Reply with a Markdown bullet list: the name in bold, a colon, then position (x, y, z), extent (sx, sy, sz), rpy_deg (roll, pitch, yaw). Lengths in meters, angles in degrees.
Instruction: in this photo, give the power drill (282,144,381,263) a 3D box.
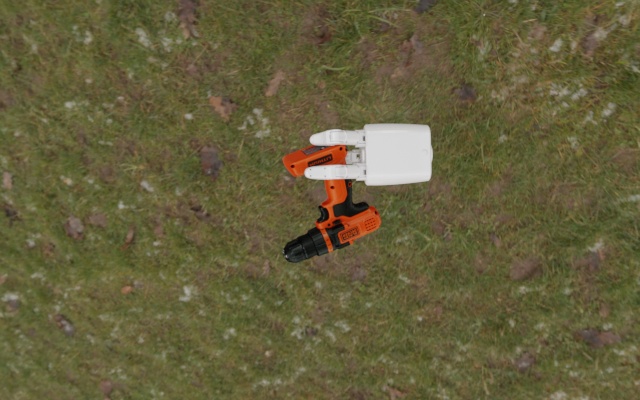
- **power drill**: position (0.000, 0.002, 0.814), extent (0.184, 0.188, 0.057), rpy_deg (-23, 26, -11)
